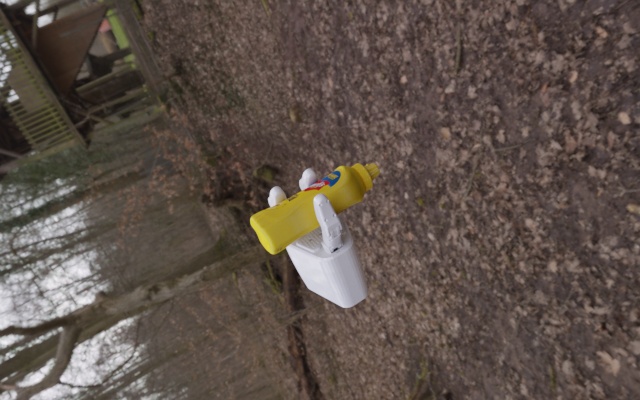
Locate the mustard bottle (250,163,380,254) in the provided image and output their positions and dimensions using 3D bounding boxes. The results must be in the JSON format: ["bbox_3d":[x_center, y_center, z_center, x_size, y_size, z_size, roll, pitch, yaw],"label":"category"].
[{"bbox_3d":[0.000,0.002,0.659,0.191,0.058,0.096,-30,9,-13],"label":"mustard bottle"}]
